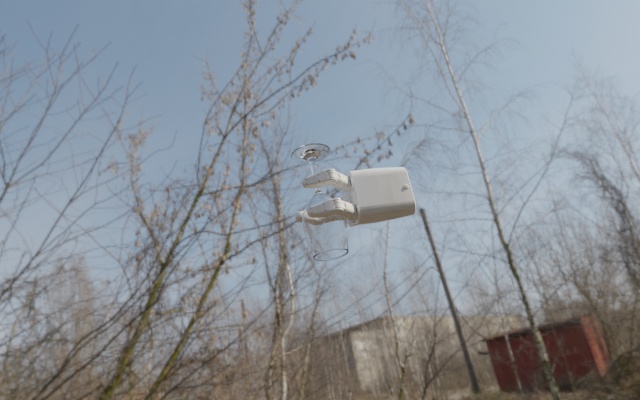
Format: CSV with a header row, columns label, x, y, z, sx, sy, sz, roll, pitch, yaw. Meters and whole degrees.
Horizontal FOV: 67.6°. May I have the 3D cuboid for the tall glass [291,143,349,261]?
label,x,y,z,sx,sy,sz,roll,pitch,yaw
tall glass,0.000,0.002,0.850,0.079,0.201,0.079,-9,-22,-4
